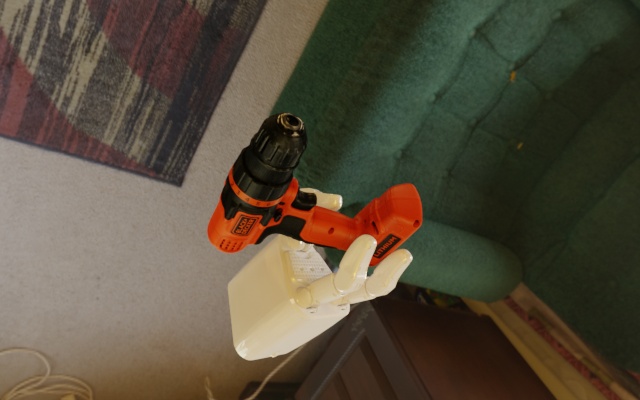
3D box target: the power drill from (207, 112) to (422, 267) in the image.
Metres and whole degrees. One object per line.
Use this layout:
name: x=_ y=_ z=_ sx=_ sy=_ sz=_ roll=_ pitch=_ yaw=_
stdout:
power drill: x=0.000 y=0.002 z=0.459 sx=0.188 sy=0.057 sz=0.184 roll=13 pitch=-37 yaw=-22
